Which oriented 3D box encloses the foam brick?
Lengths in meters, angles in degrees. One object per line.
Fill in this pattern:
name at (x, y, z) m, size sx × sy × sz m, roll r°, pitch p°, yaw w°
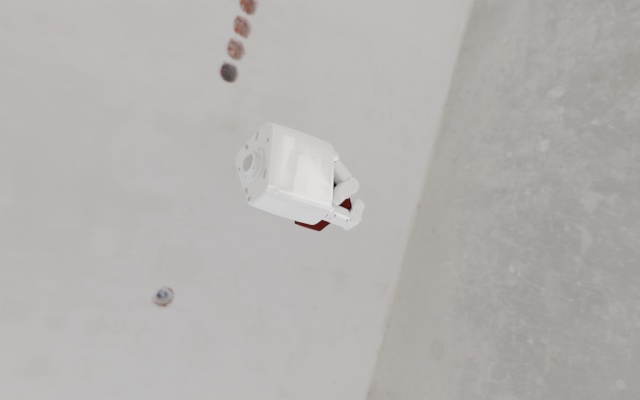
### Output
foam brick at (0.000, 0.003, 0.714) m, size 0.051 × 0.053 × 0.078 m, roll 17°, pitch -40°, yaw -36°
